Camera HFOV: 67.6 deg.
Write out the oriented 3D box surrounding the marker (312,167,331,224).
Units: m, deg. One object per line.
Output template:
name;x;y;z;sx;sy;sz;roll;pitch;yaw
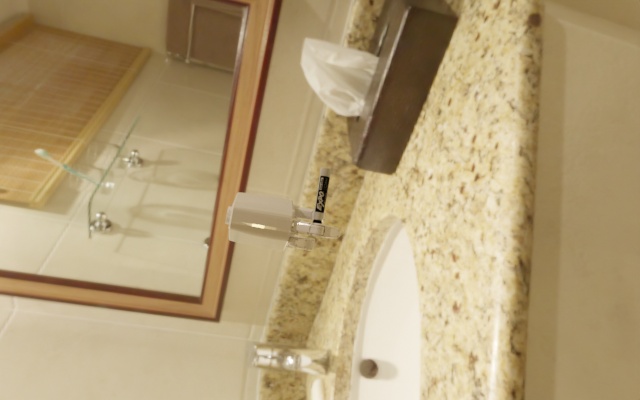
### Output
marker;0.000;0.003;0.838;0.020;0.121;0.020;9;-5;1
